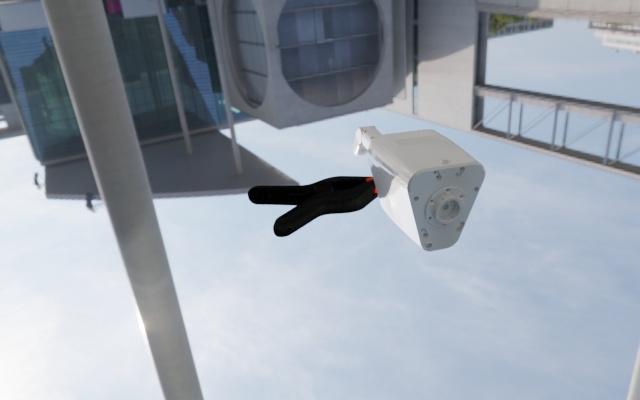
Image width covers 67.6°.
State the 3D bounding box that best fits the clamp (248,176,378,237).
[{"bbox_3d":[0.000,0.002,0.602,0.171,0.039,0.120,-10,32,-11],"label":"clamp"}]
